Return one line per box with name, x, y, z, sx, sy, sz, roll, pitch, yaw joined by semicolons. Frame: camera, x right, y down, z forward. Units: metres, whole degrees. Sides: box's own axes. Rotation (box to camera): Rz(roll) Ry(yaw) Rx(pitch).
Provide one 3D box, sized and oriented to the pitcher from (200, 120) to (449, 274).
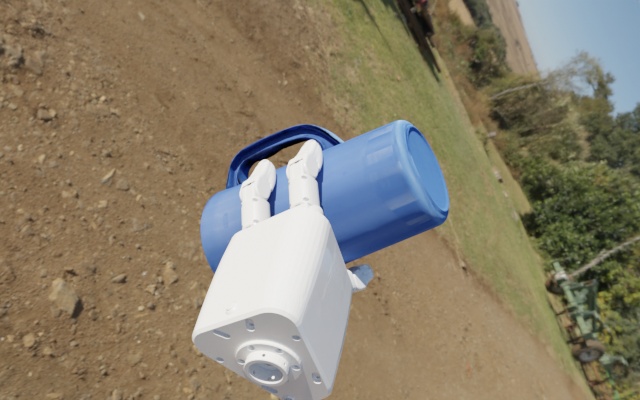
pitcher;0.000;0.002;0.506;0.243;0.149;0.145;-23;27;27
